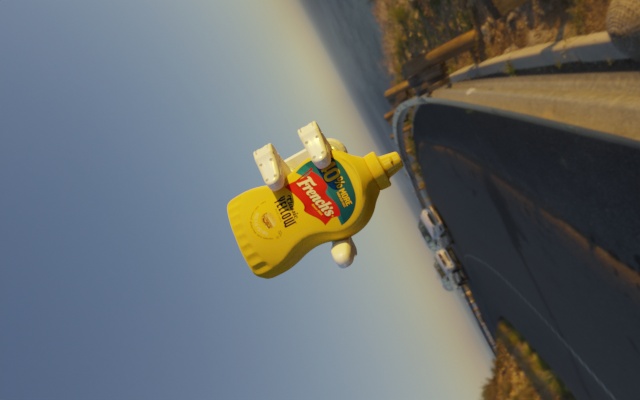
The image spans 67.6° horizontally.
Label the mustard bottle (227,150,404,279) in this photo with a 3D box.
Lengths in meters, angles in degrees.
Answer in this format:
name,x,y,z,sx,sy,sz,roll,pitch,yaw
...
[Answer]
name,x,y,z,sx,sy,sz,roll,pitch,yaw
mustard bottle,0.000,0.002,0.512,0.191,0.096,0.058,-28,-21,8
